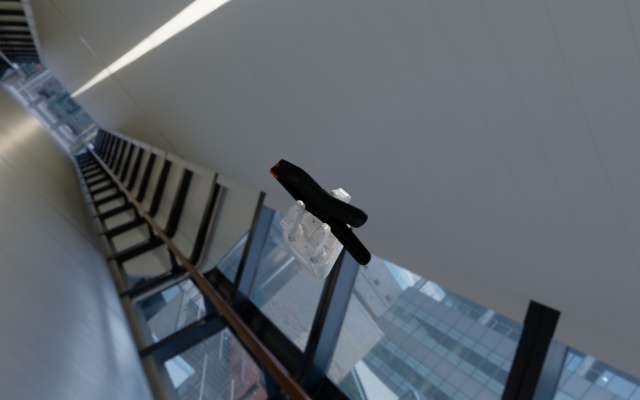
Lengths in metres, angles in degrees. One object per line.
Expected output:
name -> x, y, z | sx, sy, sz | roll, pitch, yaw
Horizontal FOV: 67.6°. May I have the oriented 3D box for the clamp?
clamp -> 0.000, 0.002, 0.720 | 0.036, 0.210, 0.165 | -42, -18, -15
